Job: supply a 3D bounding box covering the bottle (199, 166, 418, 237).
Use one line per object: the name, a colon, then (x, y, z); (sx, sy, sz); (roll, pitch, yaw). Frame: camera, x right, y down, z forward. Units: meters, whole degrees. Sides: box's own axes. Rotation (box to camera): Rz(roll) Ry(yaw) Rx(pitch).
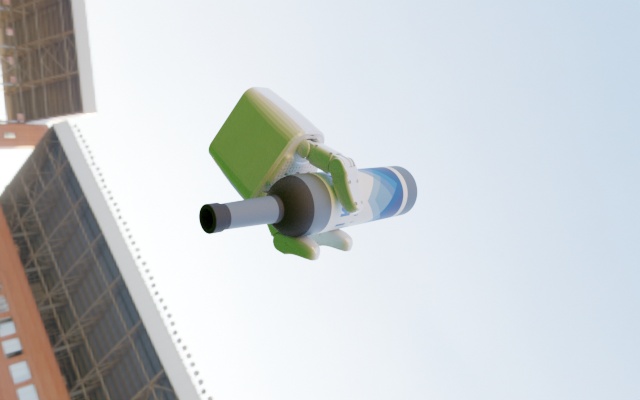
bottle: (0.000, 0.002, 0.528); (0.069, 0.069, 0.295); (0, 6, 43)
